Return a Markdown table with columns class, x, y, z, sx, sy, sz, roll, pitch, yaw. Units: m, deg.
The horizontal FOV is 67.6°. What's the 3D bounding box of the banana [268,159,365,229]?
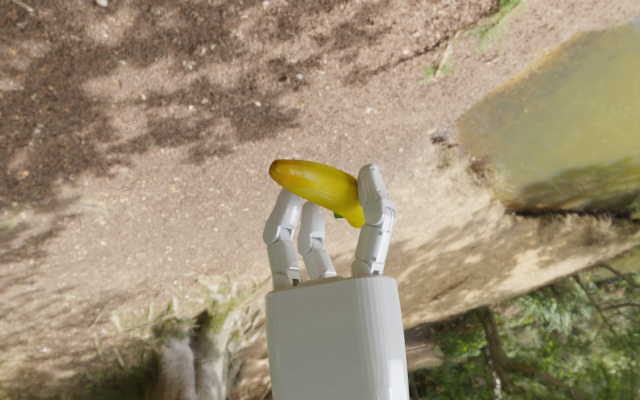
| class | x | y | z | sx | sy | sz | roll | pitch | yaw |
| --- | --- | --- | --- | --- | --- | --- | --- | --- | --- |
| banana | 0.019 | 0.001 | 0.462 | 0.069 | 0.037 | 0.198 | -4 | -16 | 18 |
